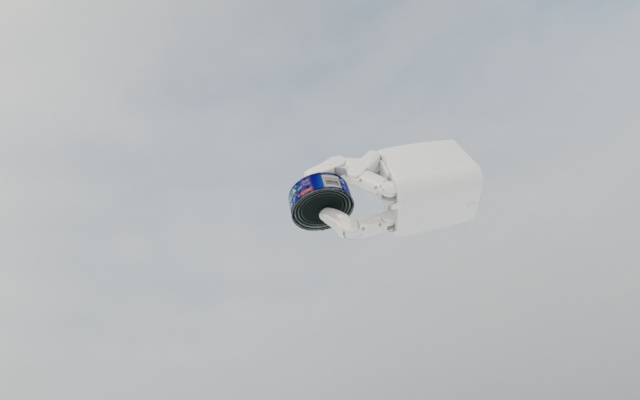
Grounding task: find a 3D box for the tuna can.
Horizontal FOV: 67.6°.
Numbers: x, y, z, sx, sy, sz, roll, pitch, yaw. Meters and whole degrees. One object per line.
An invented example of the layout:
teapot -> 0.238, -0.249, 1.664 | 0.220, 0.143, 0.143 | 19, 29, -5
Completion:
tuna can -> 0.000, 0.002, 0.646 | 0.086, 0.033, 0.086 | -10, -40, -8
